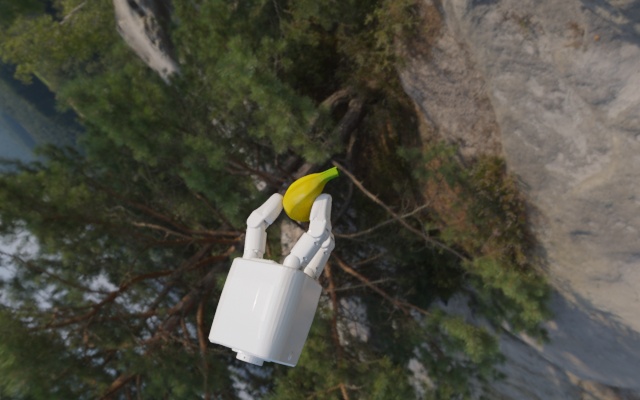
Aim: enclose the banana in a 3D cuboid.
[{"bbox_3d":[-0.018,0.003,0.656,0.069,0.037,0.198,-7,-13,-8],"label":"banana"}]
